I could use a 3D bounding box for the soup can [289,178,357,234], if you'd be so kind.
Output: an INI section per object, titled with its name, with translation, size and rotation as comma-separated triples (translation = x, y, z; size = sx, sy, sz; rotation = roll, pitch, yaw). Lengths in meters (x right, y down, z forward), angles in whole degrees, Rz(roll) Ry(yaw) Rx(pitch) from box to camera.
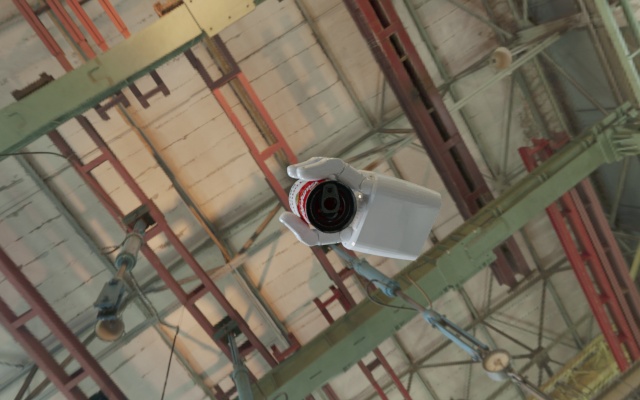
[soup can]
translation = 0.000, 0.002, 0.643
size = 0.068, 0.068, 0.102
rotation = 0, 7, -16
